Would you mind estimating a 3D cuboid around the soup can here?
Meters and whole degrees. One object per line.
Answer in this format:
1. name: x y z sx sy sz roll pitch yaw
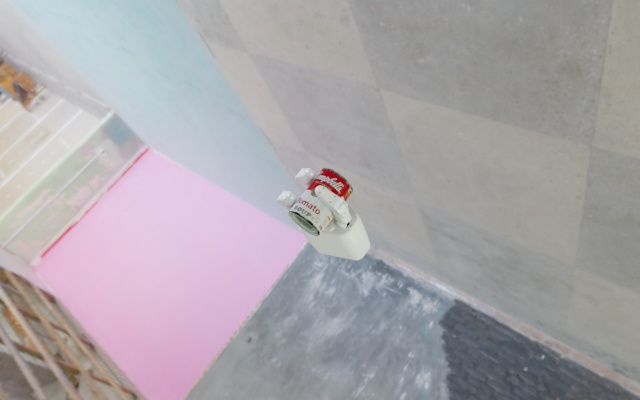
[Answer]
1. soup can: 0.000 0.003 0.828 0.068 0.102 0.068 35 -17 12
